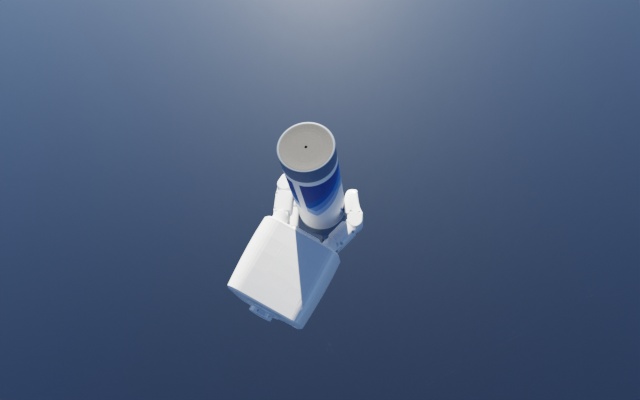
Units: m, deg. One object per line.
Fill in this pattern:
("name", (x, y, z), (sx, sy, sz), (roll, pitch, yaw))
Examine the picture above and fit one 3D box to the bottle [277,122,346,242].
("bottle", (0.000, 0.002, 0.664), (0.069, 0.069, 0.296), (0, -25, 7))
